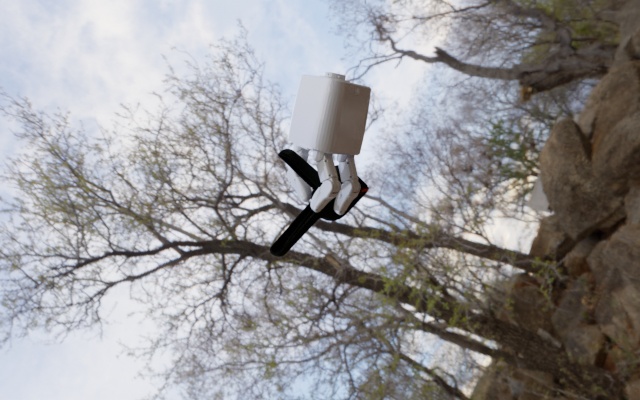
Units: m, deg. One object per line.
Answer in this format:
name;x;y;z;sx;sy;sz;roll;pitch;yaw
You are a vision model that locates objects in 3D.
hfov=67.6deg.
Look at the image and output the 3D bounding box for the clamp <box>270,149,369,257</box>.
clamp;0.000;0.002;0.763;0.036;0.164;0.210;23;17;38
